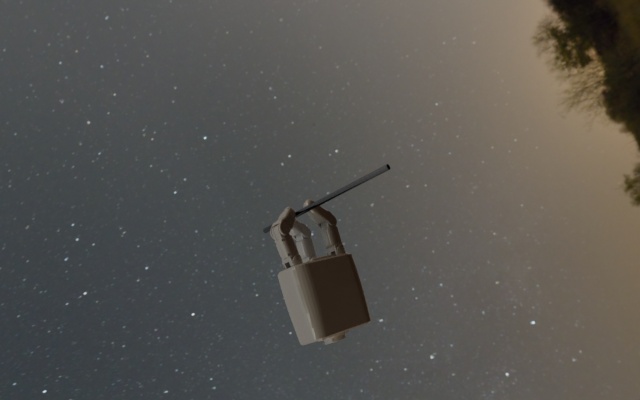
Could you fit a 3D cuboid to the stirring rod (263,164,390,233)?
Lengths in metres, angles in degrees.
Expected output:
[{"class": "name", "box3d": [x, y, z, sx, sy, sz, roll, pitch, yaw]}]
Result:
[{"class": "stirring rod", "box3d": [0.000, 0.002, 0.686, 0.239, 0.011, 0.011, -28, -17, 35]}]
